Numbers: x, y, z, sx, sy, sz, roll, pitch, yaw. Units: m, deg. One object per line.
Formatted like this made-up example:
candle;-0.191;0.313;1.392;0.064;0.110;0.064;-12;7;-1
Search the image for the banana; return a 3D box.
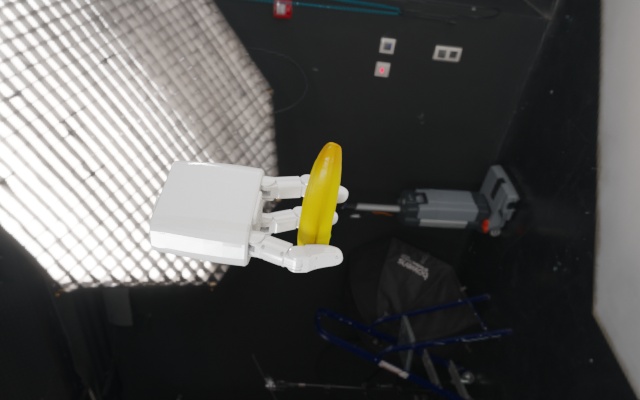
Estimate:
banana;-0.003;0.019;0.532;0.037;0.069;0.198;11;-32;2
